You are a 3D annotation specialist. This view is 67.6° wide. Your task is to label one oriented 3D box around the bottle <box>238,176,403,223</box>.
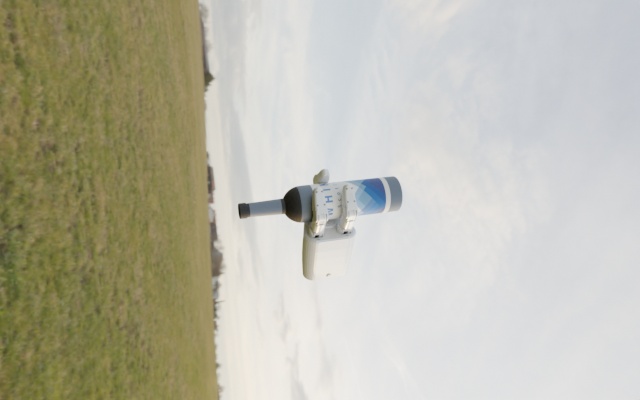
[{"bbox_3d":[0.000,0.003,0.863,0.296,0.069,0.069,-6,2,-16],"label":"bottle"}]
